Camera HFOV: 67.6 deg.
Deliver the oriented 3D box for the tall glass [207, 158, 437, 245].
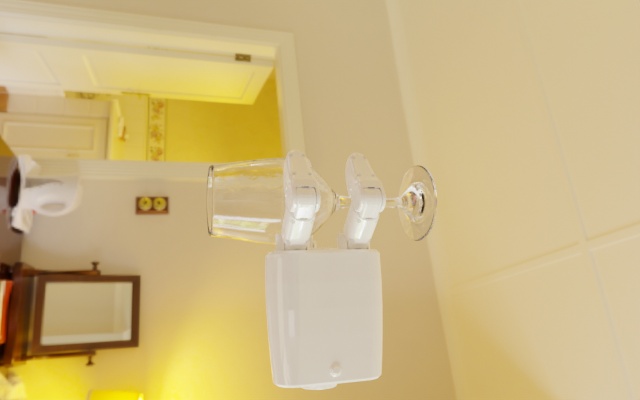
[{"bbox_3d":[0.001,0.001,0.438,0.201,0.079,0.079,1,0,-17],"label":"tall glass"}]
